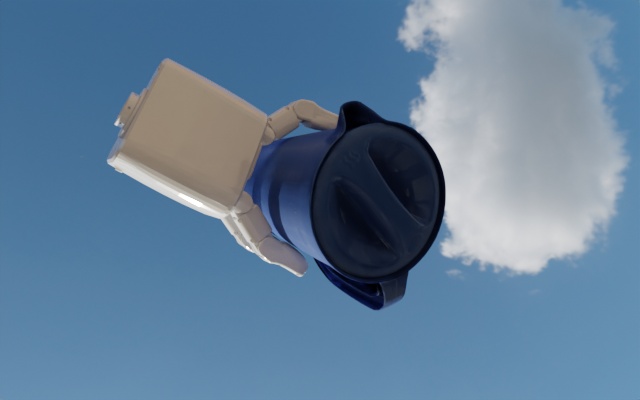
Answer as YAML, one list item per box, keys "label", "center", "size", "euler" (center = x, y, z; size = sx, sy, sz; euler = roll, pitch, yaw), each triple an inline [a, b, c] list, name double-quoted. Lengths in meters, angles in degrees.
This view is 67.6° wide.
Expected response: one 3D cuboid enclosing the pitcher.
- label: "pitcher"
  center: [0.000, 0.001, 0.487]
  size: [0.145, 0.149, 0.243]
  euler: [29, -8, -27]
